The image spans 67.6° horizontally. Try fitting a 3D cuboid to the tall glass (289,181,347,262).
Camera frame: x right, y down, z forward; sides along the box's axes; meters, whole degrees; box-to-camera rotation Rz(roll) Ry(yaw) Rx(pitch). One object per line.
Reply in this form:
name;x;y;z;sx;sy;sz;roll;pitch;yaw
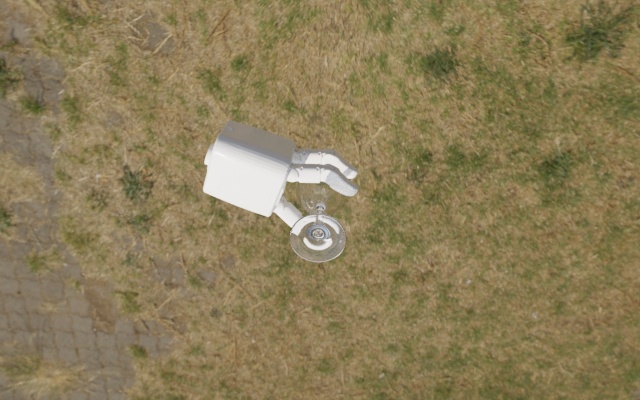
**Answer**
tall glass;0.000;0.003;0.703;0.079;0.079;0.201;0;28;3
